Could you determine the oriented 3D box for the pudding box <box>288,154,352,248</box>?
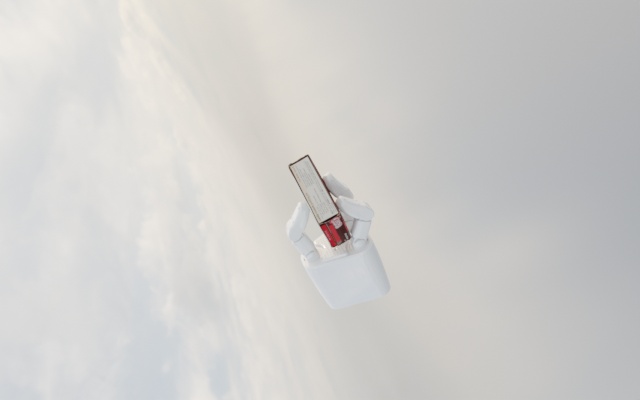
[{"bbox_3d":[0.000,0.002,0.693,0.039,0.113,0.090,-29,-29,-2],"label":"pudding box"}]
